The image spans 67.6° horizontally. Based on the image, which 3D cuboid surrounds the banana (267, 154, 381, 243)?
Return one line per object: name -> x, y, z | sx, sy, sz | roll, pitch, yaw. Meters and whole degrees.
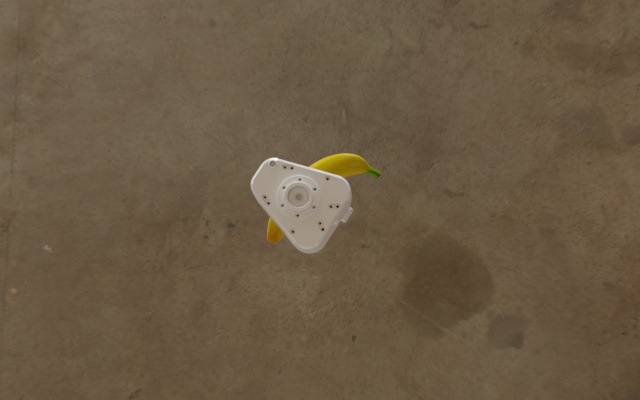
banana -> -0.007, -0.015, 0.704 | 0.198, 0.069, 0.037 | -32, -1, -5
